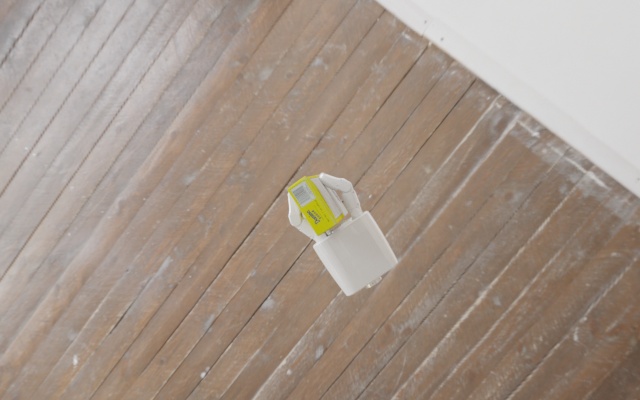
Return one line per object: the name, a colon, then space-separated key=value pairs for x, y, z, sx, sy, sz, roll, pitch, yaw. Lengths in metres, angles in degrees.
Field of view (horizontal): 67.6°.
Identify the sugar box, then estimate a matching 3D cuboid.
sugar box: x=0.000 y=0.003 z=0.840 sx=0.048 sy=0.093 sz=0.176 roll=-33 pitch=-2 yaw=8
